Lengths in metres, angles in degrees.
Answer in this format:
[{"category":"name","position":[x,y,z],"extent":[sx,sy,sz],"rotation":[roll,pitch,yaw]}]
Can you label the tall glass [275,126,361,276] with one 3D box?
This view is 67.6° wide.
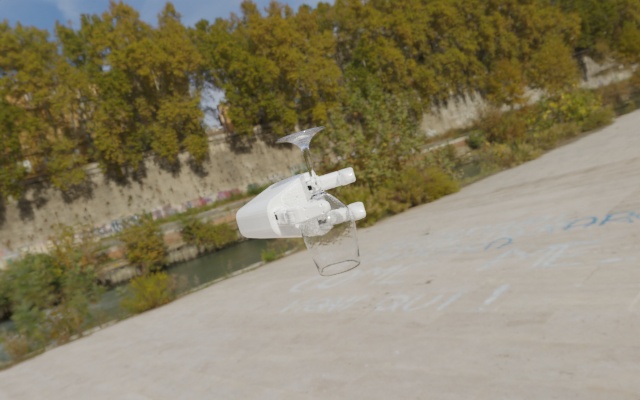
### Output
[{"category":"tall glass","position":[0.000,0.002,0.675],"extent":[0.079,0.201,0.079],"rotation":[-17,4,1]}]
